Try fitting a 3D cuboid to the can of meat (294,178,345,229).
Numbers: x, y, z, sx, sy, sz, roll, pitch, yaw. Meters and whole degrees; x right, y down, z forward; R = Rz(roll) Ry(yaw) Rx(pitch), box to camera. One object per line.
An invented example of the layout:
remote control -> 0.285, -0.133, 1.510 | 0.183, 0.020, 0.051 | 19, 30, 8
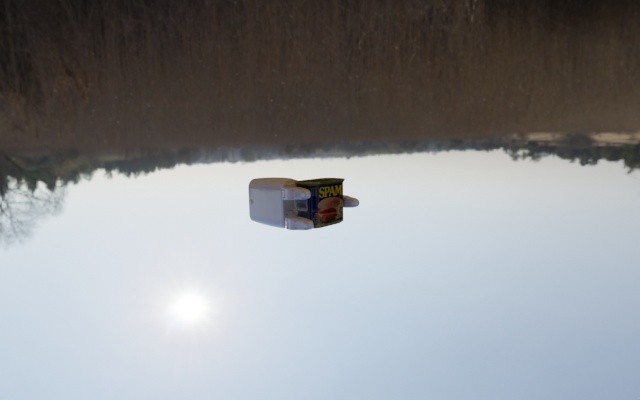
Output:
can of meat -> 0.000, 0.003, 0.890 | 0.057, 0.084, 0.102 | 5, 9, 39
